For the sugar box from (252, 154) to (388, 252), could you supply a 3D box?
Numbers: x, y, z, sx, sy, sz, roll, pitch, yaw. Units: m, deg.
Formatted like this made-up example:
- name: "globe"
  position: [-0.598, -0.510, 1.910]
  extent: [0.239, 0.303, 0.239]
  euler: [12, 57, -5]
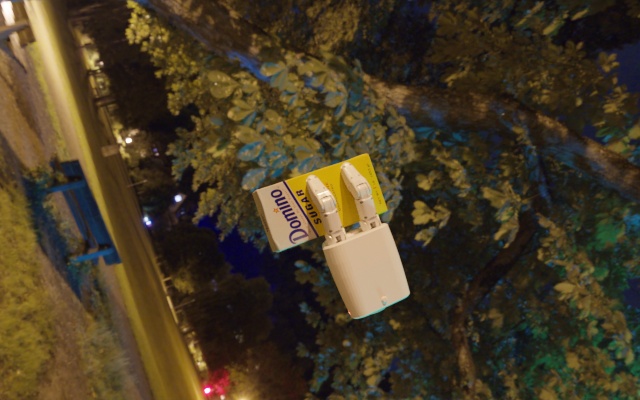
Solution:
- name: "sugar box"
  position: [0.000, 0.002, 0.692]
  extent: [0.176, 0.093, 0.048]
  euler: [-20, 1, -19]
